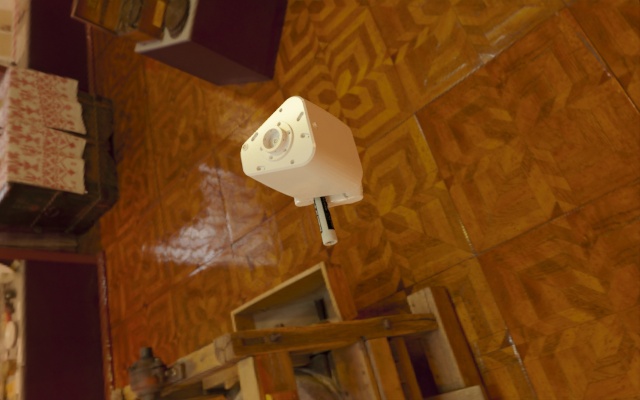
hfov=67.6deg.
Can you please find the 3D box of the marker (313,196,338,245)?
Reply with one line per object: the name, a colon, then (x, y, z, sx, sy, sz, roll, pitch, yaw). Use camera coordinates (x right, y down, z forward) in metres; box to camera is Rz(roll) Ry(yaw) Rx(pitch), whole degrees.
marker: (0.000, 0.002, 0.650, 0.020, 0.121, 0.020, -12, -24, -5)
